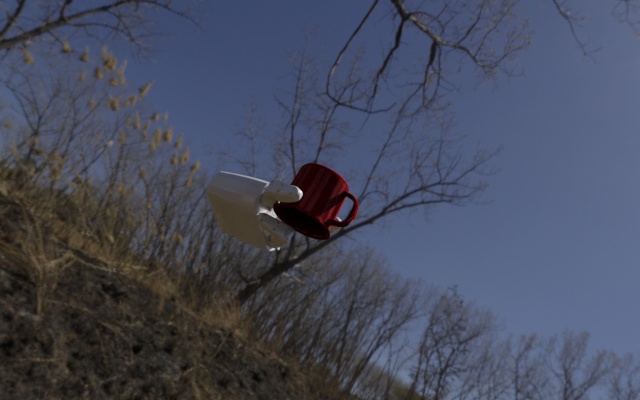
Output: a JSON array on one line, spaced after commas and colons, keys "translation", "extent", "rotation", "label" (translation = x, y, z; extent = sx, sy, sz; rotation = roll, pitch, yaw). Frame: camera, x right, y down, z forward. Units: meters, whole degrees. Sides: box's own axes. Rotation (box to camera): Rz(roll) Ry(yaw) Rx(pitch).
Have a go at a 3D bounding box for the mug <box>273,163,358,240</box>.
[{"translation": [0.001, 0.002, 0.694], "extent": [0.117, 0.081, 0.093], "rotation": [16, -26, 29], "label": "mug"}]
